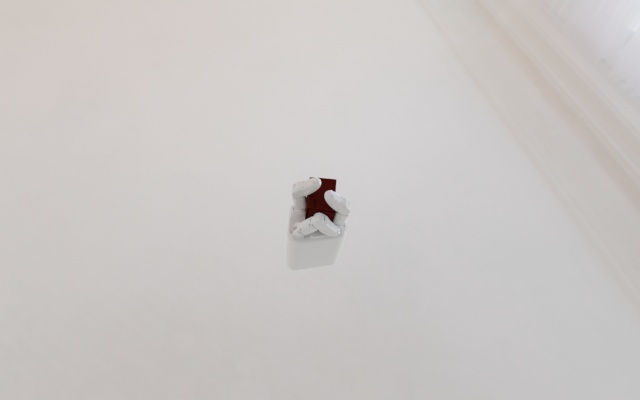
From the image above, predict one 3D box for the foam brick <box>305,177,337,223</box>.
[{"bbox_3d":[0.000,0.003,0.884,0.053,0.078,0.051,7,-39,-3],"label":"foam brick"}]
